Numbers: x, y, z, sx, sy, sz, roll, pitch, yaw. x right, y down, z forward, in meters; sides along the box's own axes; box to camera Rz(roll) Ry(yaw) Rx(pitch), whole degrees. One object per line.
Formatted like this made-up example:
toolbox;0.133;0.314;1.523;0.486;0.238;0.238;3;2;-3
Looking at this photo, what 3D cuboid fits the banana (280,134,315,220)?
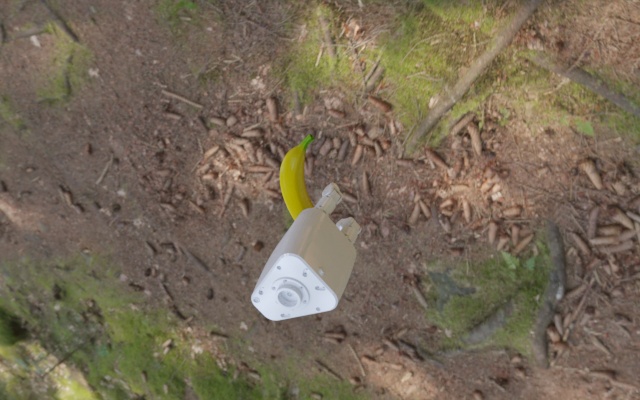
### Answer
banana;-0.018;0.003;0.725;0.069;0.198;0.037;-10;22;16
